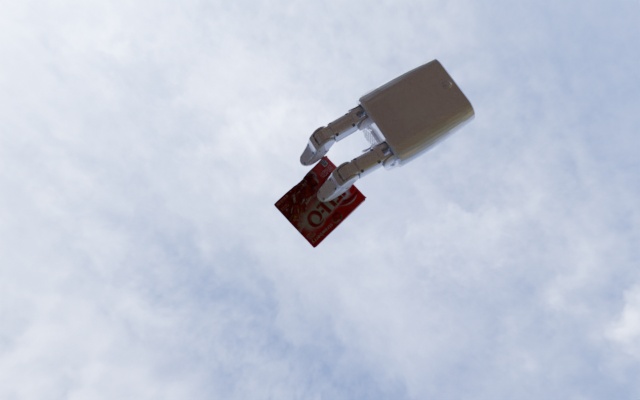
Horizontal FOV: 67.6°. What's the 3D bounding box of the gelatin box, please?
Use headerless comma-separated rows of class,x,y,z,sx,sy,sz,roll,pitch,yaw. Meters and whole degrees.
gelatin box,0.000,0.002,0.583,0.089,0.073,0.030,-43,-5,-2
